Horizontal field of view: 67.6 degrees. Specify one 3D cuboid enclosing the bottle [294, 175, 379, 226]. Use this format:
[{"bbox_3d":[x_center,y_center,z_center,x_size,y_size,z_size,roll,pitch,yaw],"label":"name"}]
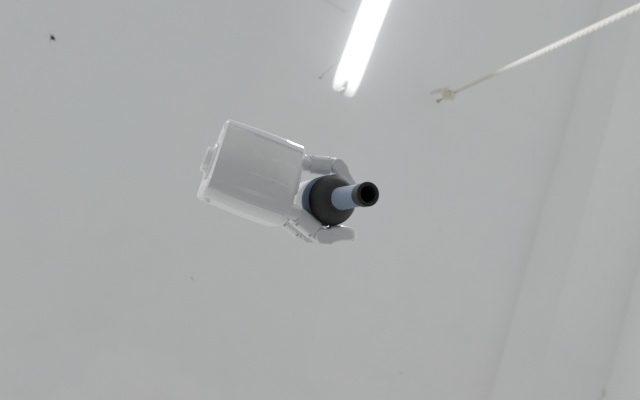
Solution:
[{"bbox_3d":[0.000,0.002,0.651,0.069,0.069,0.296,0,-4,-20],"label":"bottle"}]
